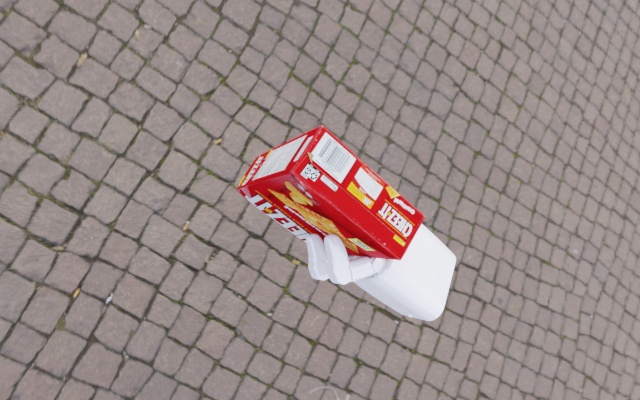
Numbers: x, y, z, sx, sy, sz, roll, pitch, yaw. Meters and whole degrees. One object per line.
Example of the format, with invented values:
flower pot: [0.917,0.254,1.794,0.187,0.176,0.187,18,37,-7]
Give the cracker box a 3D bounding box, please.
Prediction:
cracker box: [0.000,0.002,0.604,0.164,0.072,0.214,39,-19,-18]
